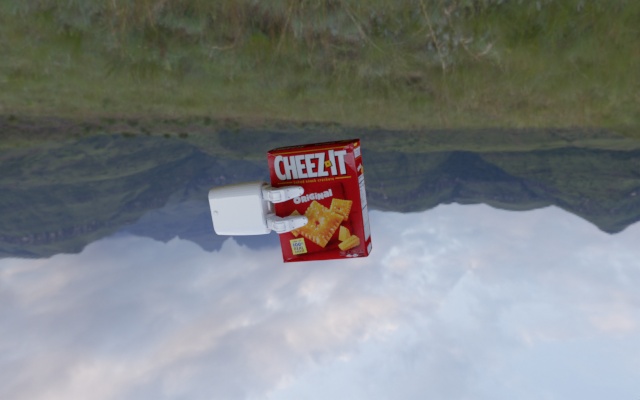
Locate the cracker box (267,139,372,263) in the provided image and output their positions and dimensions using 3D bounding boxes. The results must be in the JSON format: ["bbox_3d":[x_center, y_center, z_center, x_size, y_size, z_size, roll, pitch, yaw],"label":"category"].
[{"bbox_3d":[0.000,0.003,0.883,0.164,0.214,0.072,-5,12,15],"label":"cracker box"}]
